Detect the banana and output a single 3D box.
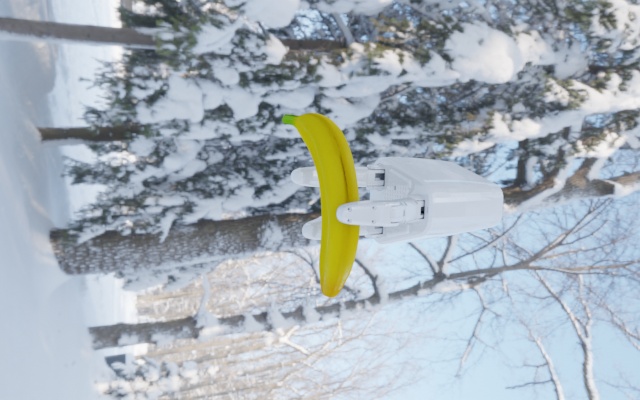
[{"bbox_3d":[0.009,-0.008,0.468,0.037,0.197,0.070,-2,-18,-34],"label":"banana"}]
